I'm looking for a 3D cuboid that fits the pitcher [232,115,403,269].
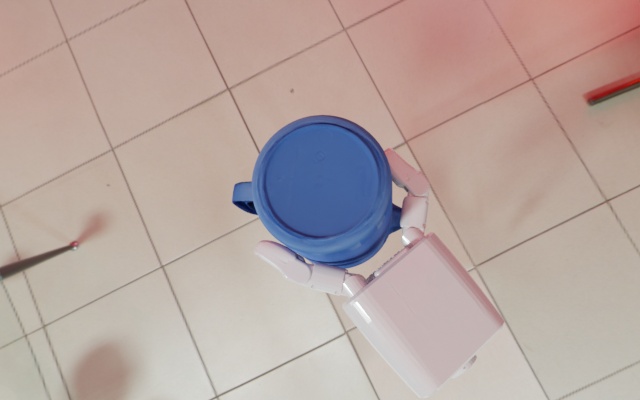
[{"bbox_3d":[0.000,0.002,0.472,0.149,0.145,0.243,-38,-10,0],"label":"pitcher"}]
